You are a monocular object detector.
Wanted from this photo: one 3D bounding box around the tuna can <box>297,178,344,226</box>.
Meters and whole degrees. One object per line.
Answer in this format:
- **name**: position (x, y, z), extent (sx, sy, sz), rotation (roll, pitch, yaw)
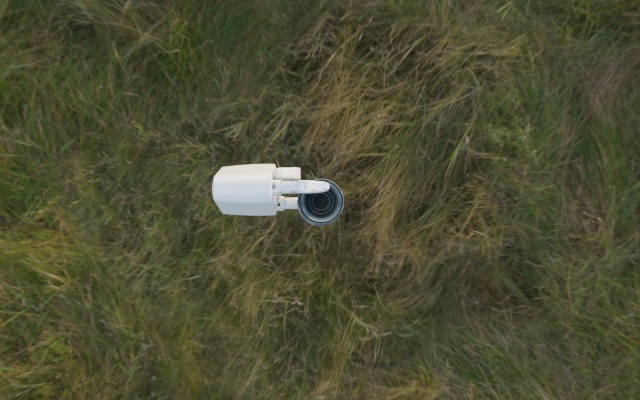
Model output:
- **tuna can**: position (0.000, 0.003, 0.873), extent (0.086, 0.086, 0.034), rotation (0, -4, -4)
